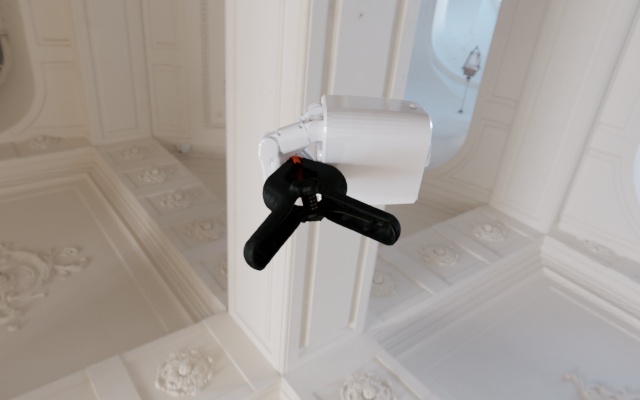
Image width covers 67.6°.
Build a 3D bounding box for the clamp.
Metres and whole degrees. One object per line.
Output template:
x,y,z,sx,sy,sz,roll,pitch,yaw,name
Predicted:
0.000,0.002,0.421,0.120,0.039,0.171,-1,29,-1,clamp
